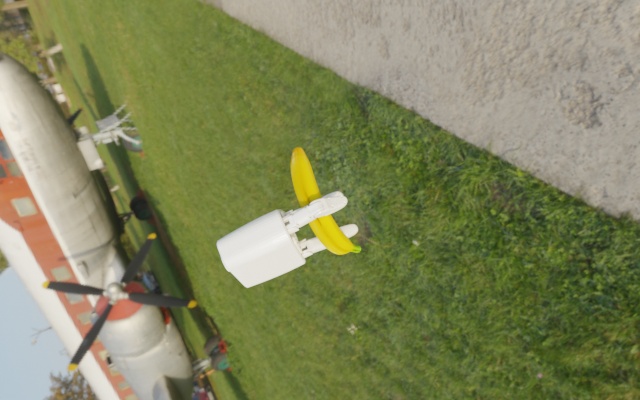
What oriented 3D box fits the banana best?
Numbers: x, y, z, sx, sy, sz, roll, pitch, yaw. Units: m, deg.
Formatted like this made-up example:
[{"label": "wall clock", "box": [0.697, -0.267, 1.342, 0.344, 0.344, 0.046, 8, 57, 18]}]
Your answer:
[{"label": "banana", "box": [-0.004, 0.010, 0.749, 0.037, 0.198, 0.069, -28, 4, 22]}]
